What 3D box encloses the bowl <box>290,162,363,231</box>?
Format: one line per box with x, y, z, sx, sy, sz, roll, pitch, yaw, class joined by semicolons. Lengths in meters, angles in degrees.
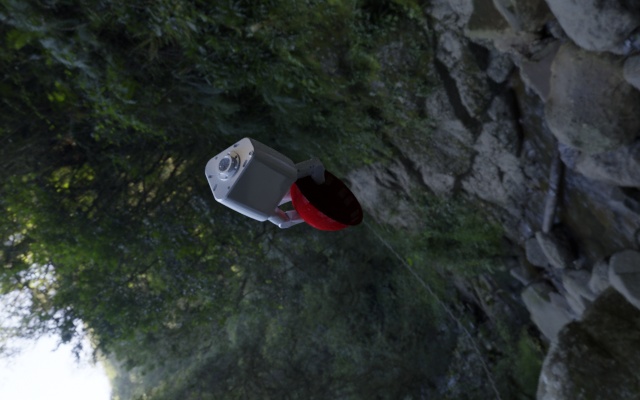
0.001;0.004;0.889;0.162;0.162;0.055;0;-44;-52;bowl
